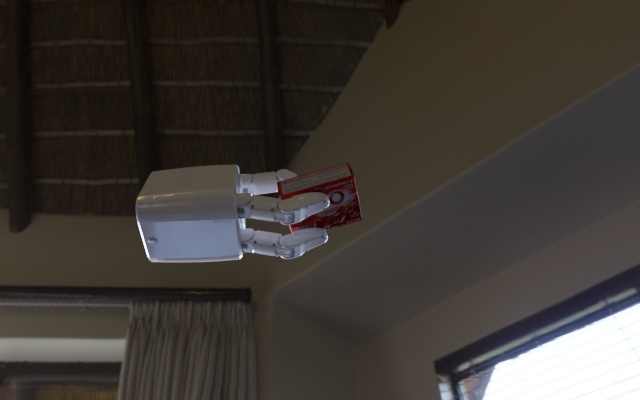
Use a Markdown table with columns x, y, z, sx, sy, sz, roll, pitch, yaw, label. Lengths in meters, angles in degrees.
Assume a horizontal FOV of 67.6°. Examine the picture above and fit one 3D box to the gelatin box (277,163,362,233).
| x | y | z | sx | sy | sz | roll | pitch | yaw | label |
| --- | --- | --- | --- | --- | --- | --- | --- | --- | --- |
| 0.000 | 0.001 | 0.566 | 0.089 | 0.073 | 0.030 | -16 | 42 | -1 | gelatin box |
